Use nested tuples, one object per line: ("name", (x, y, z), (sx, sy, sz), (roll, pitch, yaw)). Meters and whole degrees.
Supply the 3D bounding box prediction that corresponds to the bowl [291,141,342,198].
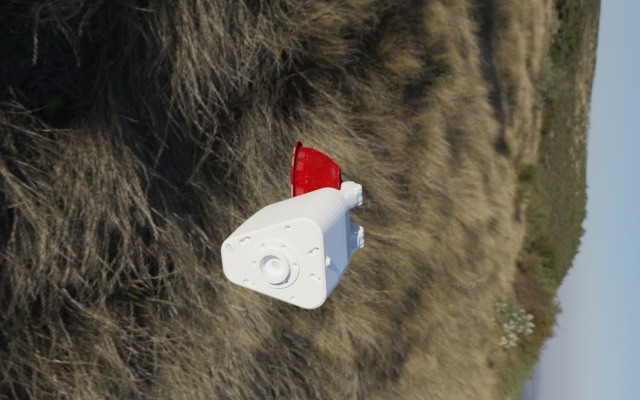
("bowl", (0.001, 0.001, 0.626), (0.055, 0.162, 0.162), (-2, 0, 5))
